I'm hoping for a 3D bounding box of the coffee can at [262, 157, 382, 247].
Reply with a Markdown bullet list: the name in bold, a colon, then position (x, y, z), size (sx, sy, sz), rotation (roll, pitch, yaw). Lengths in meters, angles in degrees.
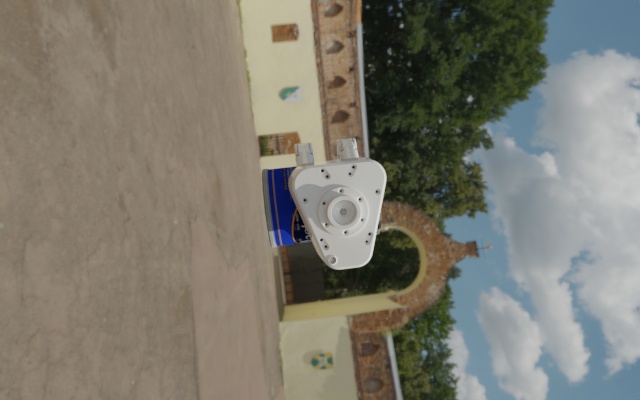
- **coffee can**: position (0.000, 0.002, 0.623), size (0.140, 0.103, 0.103), rotation (-7, 0, -3)
